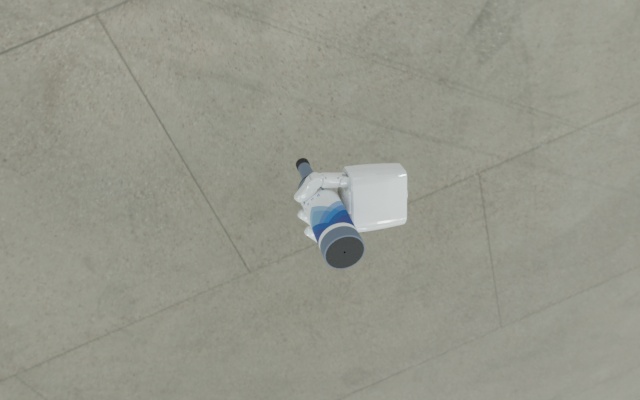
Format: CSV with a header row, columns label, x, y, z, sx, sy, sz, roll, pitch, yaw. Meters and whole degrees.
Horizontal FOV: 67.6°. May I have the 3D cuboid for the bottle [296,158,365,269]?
label,x,y,z,sx,sy,sz,roll,pitch,yaw
bottle,0.000,0.003,0.852,0.069,0.069,0.295,0,32,-17
